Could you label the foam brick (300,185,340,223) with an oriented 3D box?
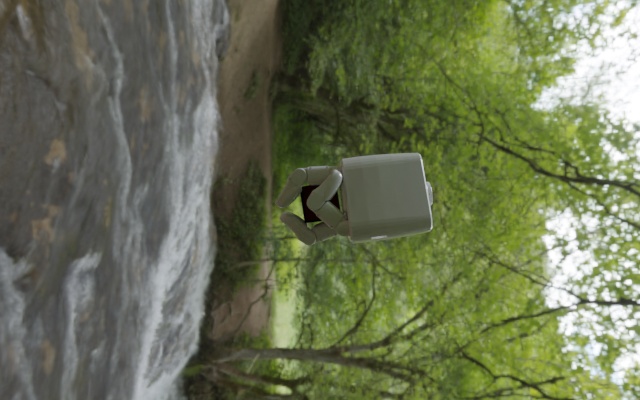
[{"bbox_3d":[0.000,0.002,0.686,0.051,0.053,0.078,-9,2,0],"label":"foam brick"}]
